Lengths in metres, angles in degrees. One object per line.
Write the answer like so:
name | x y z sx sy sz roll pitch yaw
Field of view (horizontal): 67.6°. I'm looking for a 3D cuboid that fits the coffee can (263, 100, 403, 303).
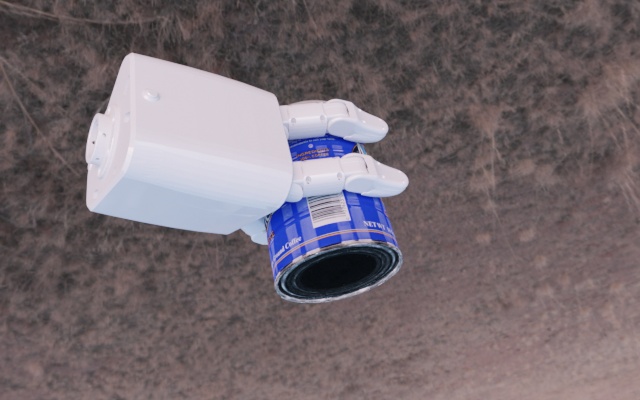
coffee can | 0.000 0.001 0.406 0.103 0.140 0.103 -11 -32 -7
